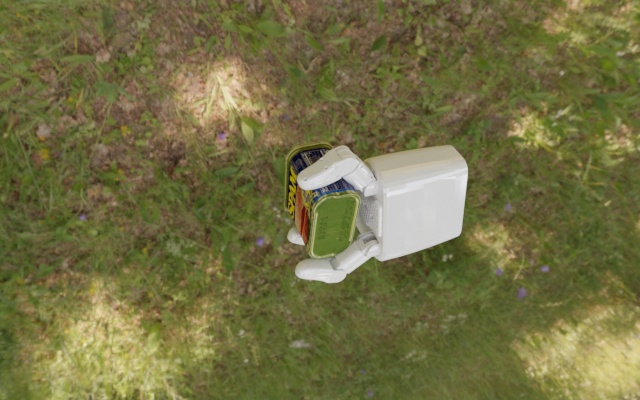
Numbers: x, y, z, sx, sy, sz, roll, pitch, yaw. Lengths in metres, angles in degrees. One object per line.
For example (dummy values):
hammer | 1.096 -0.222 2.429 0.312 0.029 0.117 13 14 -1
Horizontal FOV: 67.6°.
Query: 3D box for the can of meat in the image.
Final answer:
can of meat | 0.000 0.002 0.524 0.057 0.102 0.084 -12 47 -18
